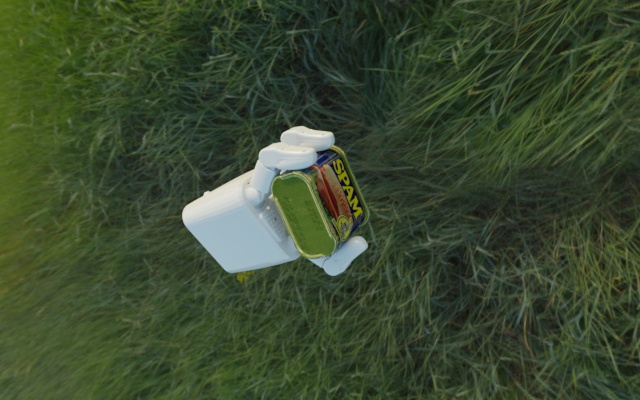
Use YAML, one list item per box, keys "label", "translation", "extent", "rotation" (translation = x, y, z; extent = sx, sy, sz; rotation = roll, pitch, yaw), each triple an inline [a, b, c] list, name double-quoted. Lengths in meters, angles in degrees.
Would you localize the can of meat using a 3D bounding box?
- label: "can of meat"
  translation: [0.000, 0.002, 0.519]
  extent: [0.057, 0.102, 0.084]
  rotation: [-16, 14, 34]
